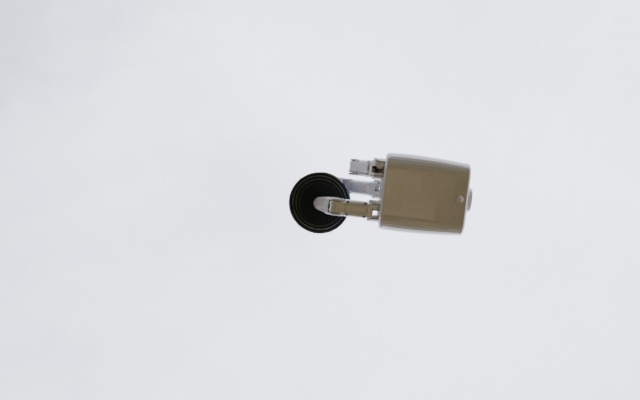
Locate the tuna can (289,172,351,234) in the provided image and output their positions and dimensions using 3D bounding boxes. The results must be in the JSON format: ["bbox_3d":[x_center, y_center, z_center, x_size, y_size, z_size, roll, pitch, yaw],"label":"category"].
[{"bbox_3d":[0.000,0.002,0.677,0.086,0.086,0.034,0,5,6],"label":"tuna can"}]
